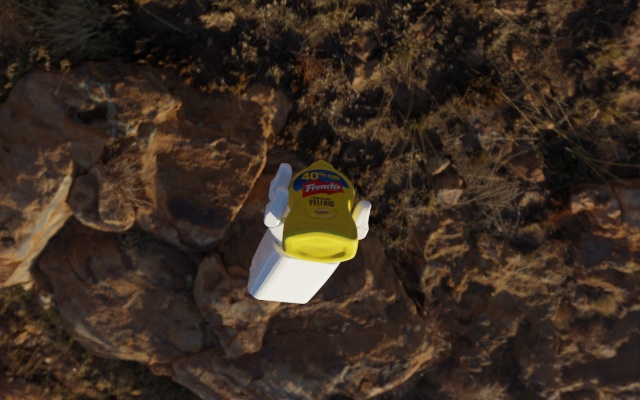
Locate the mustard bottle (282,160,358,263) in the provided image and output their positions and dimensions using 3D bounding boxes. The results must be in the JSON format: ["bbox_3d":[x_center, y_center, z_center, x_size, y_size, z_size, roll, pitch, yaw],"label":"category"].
[{"bbox_3d":[0.000,0.002,0.669,0.096,0.058,0.191,3,37,-2],"label":"mustard bottle"}]
